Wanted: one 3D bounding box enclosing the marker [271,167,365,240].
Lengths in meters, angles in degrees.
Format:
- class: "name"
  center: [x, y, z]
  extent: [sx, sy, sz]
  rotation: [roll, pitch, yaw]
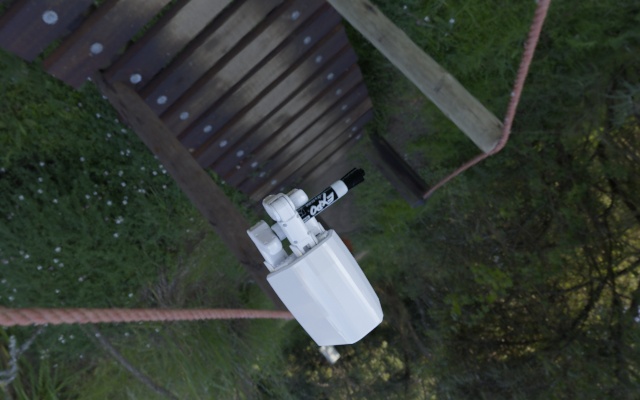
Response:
- class: "marker"
  center: [0.000, 0.002, 0.525]
  extent: [0.121, 0.020, 0.020]
  rotation: [-36, 8, -12]
